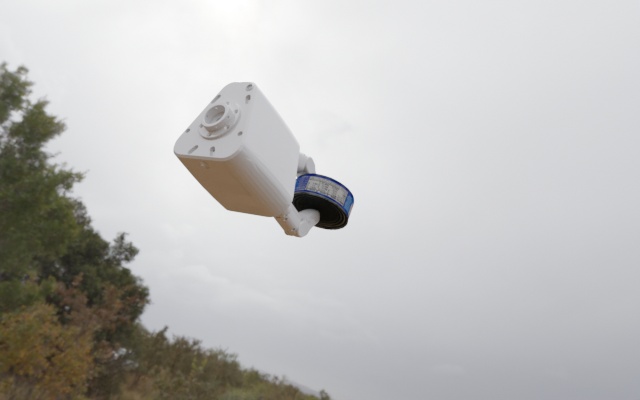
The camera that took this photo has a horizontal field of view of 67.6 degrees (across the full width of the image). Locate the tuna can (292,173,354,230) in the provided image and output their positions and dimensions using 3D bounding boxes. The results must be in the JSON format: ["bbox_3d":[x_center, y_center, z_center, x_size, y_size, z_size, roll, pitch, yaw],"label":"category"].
[{"bbox_3d":[0.000,0.002,0.625,0.086,0.033,0.086,17,-28,9],"label":"tuna can"}]
